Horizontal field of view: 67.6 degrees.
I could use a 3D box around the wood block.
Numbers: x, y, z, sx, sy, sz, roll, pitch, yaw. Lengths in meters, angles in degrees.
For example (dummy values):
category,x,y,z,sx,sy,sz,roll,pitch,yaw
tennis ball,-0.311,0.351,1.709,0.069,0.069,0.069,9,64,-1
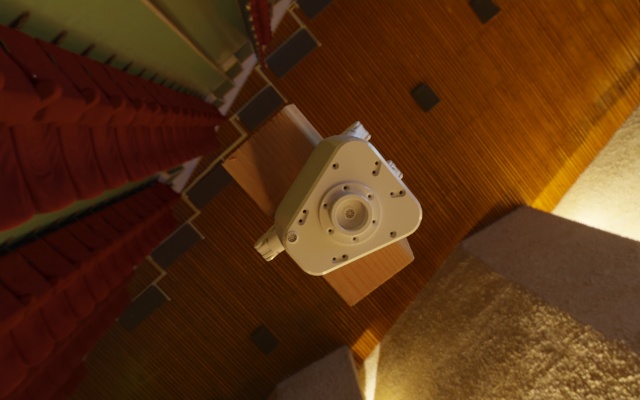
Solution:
category,x,y,z,sx,sy,sz,roll,pitch,yaw
wood block,0.000,0.002,0.532,0.091,0.206,0.090,-39,9,10
